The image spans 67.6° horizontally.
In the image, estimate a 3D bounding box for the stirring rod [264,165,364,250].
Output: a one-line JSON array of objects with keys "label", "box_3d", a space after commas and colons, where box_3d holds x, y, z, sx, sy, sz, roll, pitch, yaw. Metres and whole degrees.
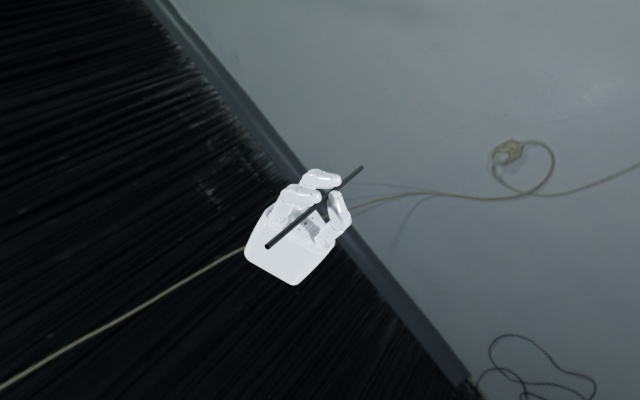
[{"label": "stirring rod", "box_3d": [0.000, 0.002, 0.655, 0.011, 0.011, 0.239, 0, 26, 36]}]
